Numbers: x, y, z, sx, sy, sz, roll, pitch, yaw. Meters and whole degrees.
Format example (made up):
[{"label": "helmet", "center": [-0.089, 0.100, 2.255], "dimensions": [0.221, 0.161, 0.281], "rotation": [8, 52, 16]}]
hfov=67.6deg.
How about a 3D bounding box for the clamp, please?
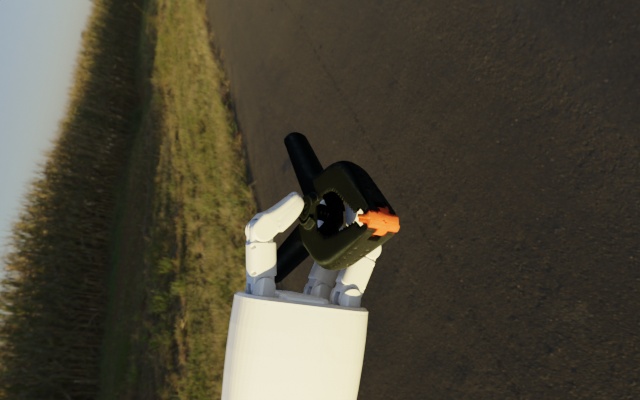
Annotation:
[{"label": "clamp", "center": [0.000, 0.002, 0.443], "dimensions": [0.036, 0.164, 0.210], "rotation": [10, -9, -27]}]
